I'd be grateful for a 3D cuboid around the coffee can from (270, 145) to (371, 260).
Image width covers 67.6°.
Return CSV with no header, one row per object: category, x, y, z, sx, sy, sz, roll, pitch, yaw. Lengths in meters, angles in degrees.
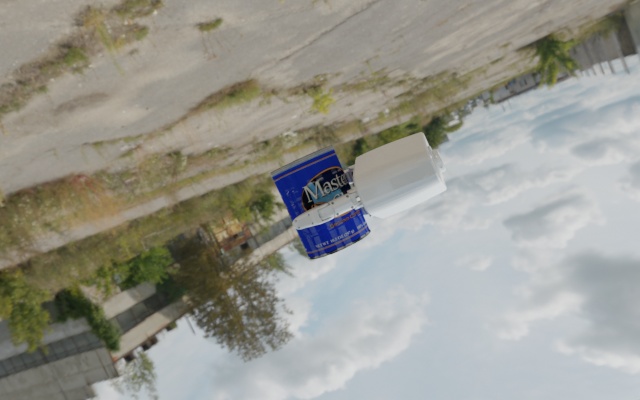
coffee can,0.000,0.002,0.709,0.103,0.140,0.103,-24,4,2
